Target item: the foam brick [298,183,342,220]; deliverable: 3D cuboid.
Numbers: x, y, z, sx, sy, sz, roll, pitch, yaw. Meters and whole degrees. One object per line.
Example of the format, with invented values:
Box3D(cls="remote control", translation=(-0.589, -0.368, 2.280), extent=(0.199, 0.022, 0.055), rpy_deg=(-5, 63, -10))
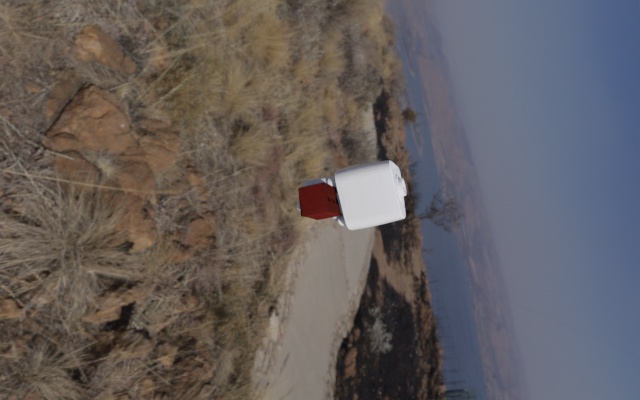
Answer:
Box3D(cls="foam brick", translation=(0.000, 0.003, 0.856), extent=(0.051, 0.053, 0.078), rpy_deg=(-11, -10, 19))
